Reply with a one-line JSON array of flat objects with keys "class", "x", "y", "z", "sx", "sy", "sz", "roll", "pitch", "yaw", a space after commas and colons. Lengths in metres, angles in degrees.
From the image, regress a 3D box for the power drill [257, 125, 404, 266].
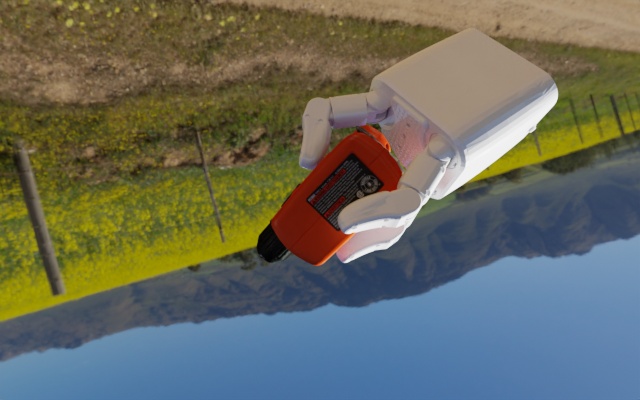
[{"class": "power drill", "x": 0.000, "y": 0.001, "z": 0.444, "sx": 0.057, "sy": 0.184, "sz": 0.187, "roll": 42, "pitch": 4, "yaw": -5}]
